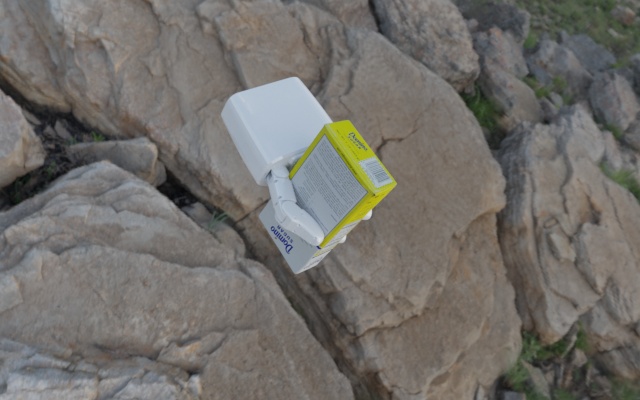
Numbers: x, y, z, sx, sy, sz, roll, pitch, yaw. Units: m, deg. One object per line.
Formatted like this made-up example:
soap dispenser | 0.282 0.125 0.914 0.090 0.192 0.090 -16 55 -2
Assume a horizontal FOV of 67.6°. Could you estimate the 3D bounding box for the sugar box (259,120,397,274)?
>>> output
sugar box | 0.000 0.001 0.550 0.048 0.093 0.176 -20 -21 -41
